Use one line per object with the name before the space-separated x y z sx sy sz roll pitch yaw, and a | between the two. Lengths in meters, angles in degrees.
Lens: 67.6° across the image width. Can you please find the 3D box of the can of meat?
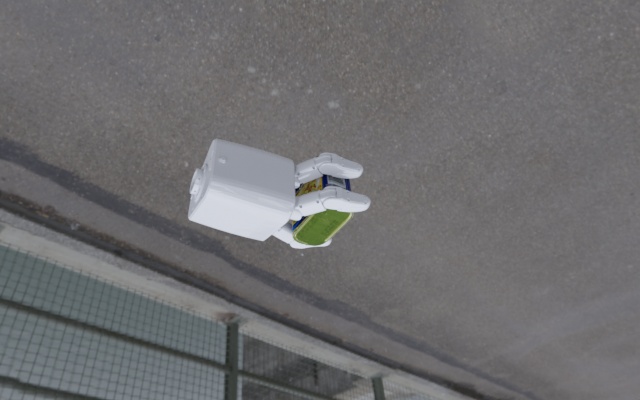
can of meat | 0.000 0.002 0.652 0.057 0.083 0.102 20 -47 -25
